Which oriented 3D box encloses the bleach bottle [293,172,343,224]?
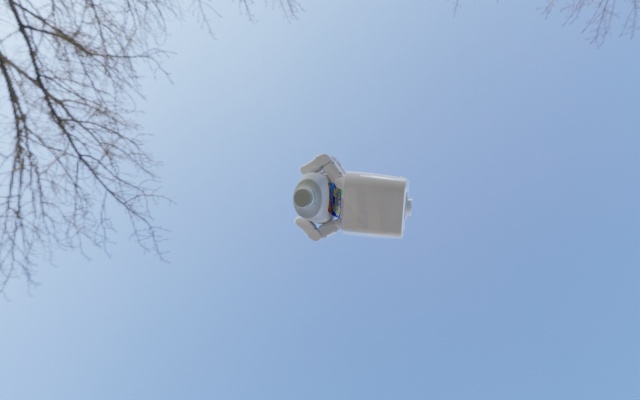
[{"bbox_3d":[0.000,0.003,0.858,0.068,0.102,0.251,6,2,13],"label":"bleach bottle"}]
